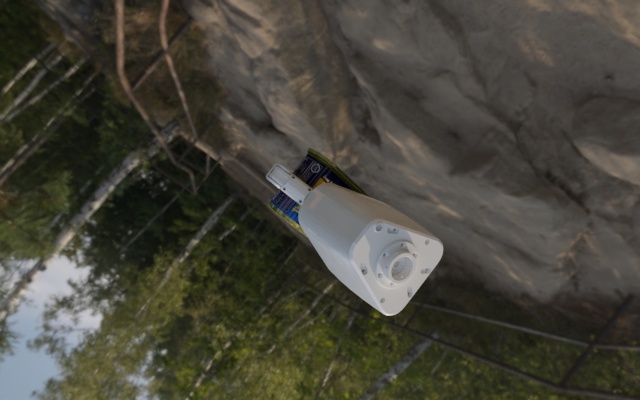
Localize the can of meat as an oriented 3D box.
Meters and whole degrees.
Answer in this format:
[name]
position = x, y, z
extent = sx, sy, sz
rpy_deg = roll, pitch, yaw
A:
[can of meat]
position = 0.000, 0.002, 0.572
extent = 0.102, 0.084, 0.057
rpy_deg = 40, -3, -35
